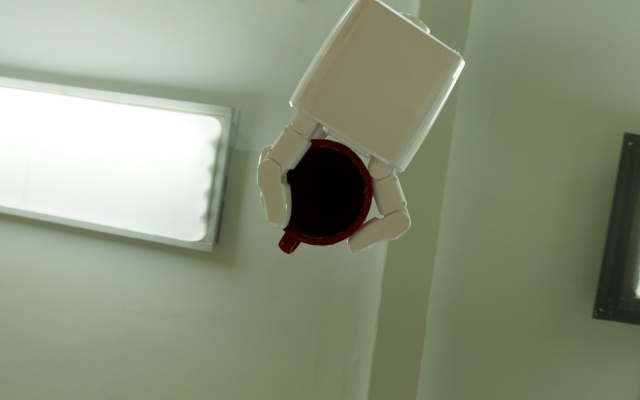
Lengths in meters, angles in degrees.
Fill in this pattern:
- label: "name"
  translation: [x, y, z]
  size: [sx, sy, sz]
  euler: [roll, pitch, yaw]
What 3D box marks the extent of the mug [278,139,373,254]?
- label: "mug"
  translation: [-0.001, 0.003, 0.453]
  size: [0.093, 0.117, 0.081]
  euler: [33, 8, 8]
